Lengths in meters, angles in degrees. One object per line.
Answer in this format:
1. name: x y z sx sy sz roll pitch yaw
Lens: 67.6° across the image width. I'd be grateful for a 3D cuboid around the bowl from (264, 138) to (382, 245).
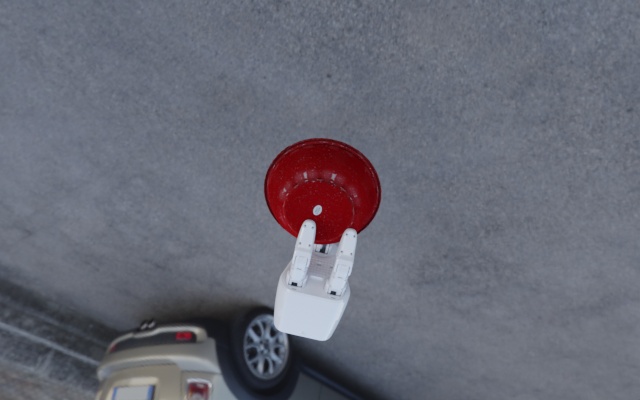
1. bowl: 0.000 0.001 0.631 0.162 0.162 0.055 0 28 6
